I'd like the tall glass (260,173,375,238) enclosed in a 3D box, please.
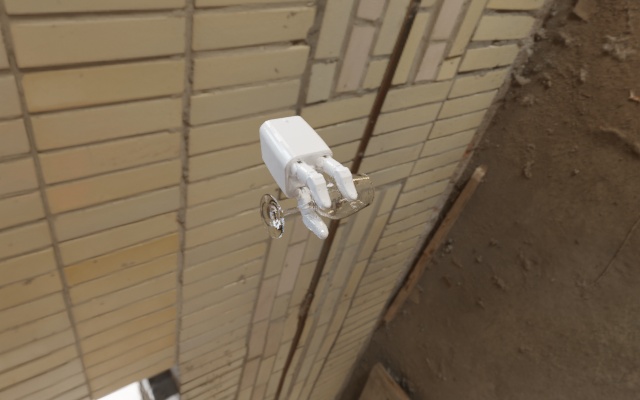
[{"bbox_3d":[0.000,0.003,0.825,0.201,0.079,0.079,-15,8,-33],"label":"tall glass"}]
